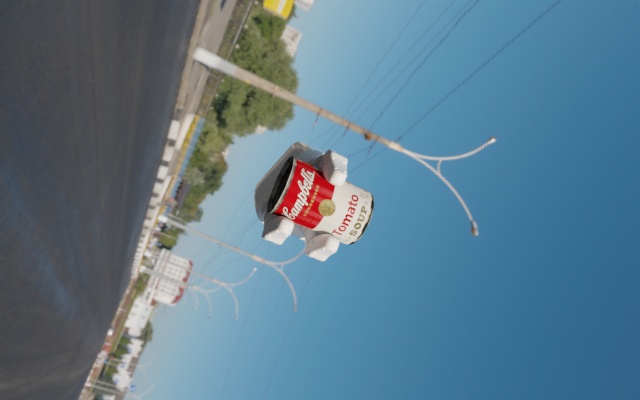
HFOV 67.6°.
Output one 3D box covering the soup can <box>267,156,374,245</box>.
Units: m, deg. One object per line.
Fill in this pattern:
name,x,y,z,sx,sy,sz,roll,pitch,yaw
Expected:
soup can,0.000,0.002,0.536,0.102,0.068,0.068,24,-7,-16
